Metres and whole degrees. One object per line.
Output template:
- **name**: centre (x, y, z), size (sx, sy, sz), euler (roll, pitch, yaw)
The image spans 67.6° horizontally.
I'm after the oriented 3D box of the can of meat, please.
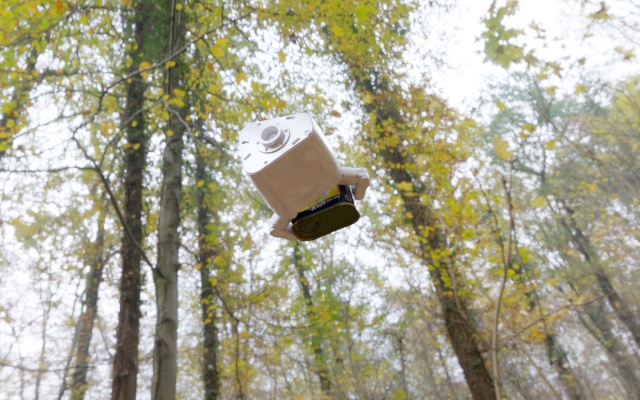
- **can of meat**: centre (0.000, 0.002, 0.726), size (0.102, 0.084, 0.057), euler (-23, -38, 11)
